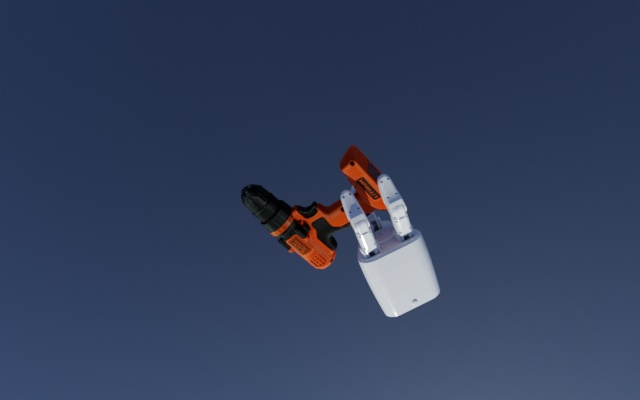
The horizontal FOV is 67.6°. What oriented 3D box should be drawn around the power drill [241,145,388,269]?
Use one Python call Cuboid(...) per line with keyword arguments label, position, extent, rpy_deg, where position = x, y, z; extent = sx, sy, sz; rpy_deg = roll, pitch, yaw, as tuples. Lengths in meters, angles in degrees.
Cuboid(label="power drill", position=(0.001, 0.002, 0.711), extent=(0.188, 0.184, 0.057), rpy_deg=(-36, 27, 25))
